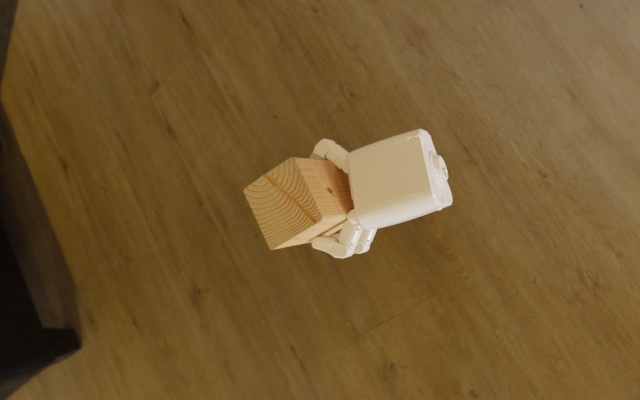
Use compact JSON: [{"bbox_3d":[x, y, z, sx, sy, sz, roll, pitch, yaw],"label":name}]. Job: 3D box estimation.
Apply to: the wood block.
[{"bbox_3d":[0.000,0.002,0.681,0.090,0.091,0.206,-32,-14,25],"label":"wood block"}]
